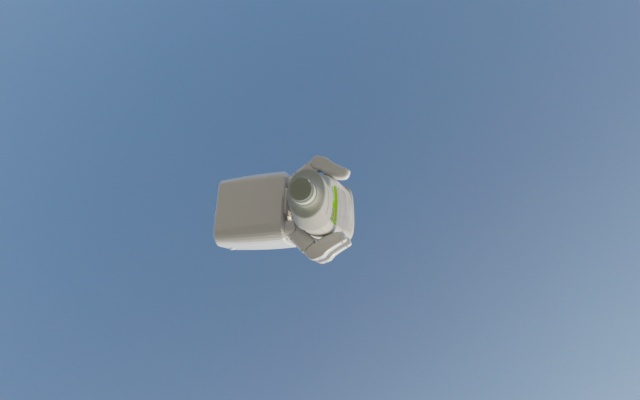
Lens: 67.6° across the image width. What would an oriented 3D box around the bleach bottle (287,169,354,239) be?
[{"bbox_3d":[0.000,0.002,0.688,0.068,0.102,0.251,-6,-12,10],"label":"bleach bottle"}]
